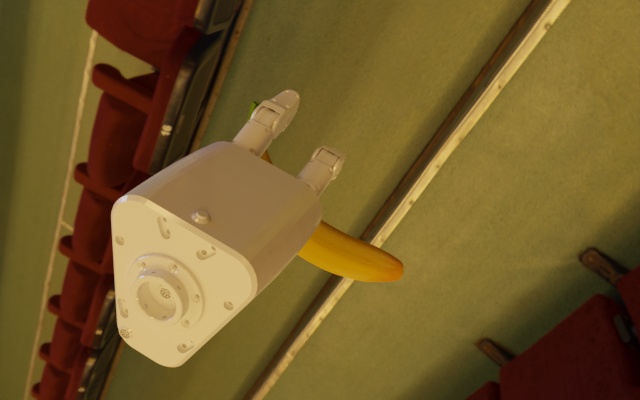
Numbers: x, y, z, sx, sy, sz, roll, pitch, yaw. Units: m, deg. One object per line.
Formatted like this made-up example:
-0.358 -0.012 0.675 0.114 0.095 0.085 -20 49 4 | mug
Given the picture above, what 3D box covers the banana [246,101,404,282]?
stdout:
-0.015 0.010 0.412 0.070 0.198 0.037 -41 3 21 | banana
